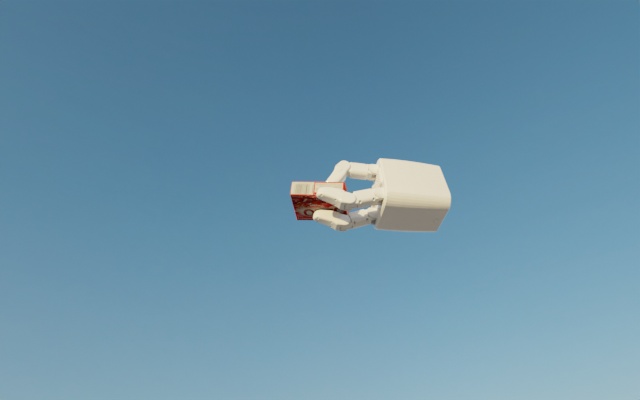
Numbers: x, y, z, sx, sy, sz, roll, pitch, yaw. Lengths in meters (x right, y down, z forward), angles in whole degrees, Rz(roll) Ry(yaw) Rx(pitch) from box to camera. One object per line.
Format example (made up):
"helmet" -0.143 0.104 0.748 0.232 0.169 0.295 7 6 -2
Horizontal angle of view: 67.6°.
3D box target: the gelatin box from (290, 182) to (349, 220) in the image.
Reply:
"gelatin box" 0.000 0.002 0.779 0.089 0.030 0.073 1 -36 9
